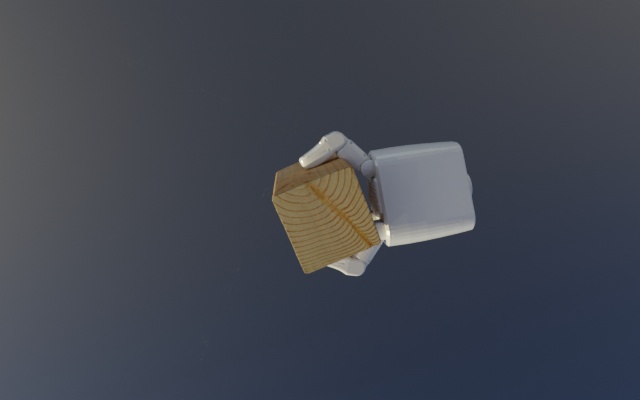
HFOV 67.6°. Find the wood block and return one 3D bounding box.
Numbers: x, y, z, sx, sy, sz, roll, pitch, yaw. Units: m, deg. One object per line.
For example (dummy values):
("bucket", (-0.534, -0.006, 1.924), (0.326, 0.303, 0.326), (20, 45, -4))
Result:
("wood block", (0.000, 0.002, 0.588), (0.090, 0.091, 0.206), (-22, 11, 0))
